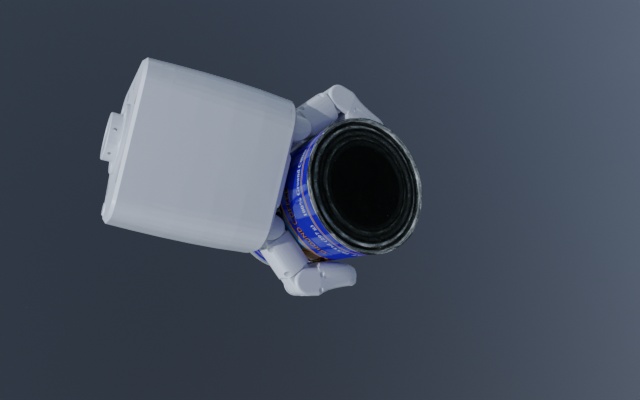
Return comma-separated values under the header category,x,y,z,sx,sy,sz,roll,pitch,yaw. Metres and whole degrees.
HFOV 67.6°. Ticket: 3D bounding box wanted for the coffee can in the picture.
category,x,y,z,sx,sy,sz,roll,pitch,yaw
coffee can,0.000,0.001,0.405,0.103,0.103,0.140,0,-11,-32
